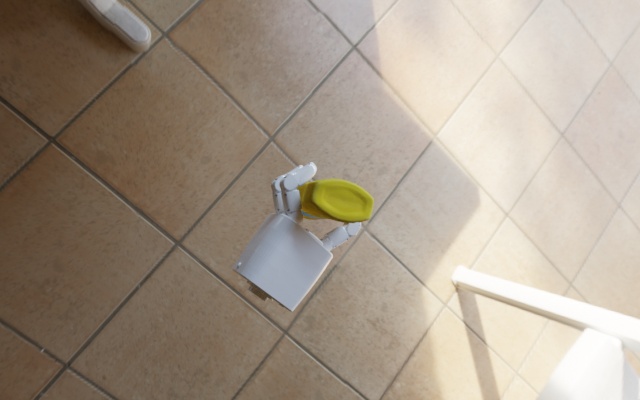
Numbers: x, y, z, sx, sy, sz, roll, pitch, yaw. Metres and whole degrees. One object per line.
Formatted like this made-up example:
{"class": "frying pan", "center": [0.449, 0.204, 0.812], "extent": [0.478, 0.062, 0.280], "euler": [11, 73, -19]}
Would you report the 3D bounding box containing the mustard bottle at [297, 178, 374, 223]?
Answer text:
{"class": "mustard bottle", "center": [0.000, 0.002, 0.743], "extent": [0.096, 0.058, 0.191], "euler": [14, -6, -20]}
